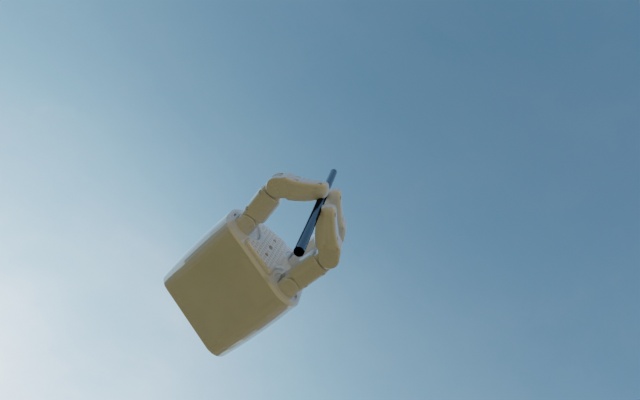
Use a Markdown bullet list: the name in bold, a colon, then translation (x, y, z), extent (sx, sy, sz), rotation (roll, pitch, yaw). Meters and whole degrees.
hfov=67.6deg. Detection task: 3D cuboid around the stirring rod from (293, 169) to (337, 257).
- **stirring rod**: translation (0.000, 0.002, 0.456), extent (0.011, 0.011, 0.239), rotation (0, 17, 8)
